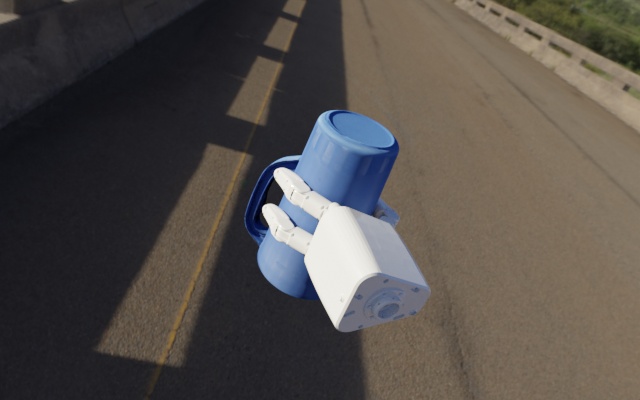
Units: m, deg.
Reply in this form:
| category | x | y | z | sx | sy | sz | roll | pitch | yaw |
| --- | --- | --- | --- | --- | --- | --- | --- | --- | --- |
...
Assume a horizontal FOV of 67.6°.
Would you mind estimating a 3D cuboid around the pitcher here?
| category | x | y | z | sx | sy | sz | roll | pitch | yaw |
| --- | --- | --- | --- | --- | --- | --- | --- | --- | --- |
| pitcher | 0.000 | 0.002 | 0.645 | 0.149 | 0.243 | 0.145 | 5 | 35 | -27 |
